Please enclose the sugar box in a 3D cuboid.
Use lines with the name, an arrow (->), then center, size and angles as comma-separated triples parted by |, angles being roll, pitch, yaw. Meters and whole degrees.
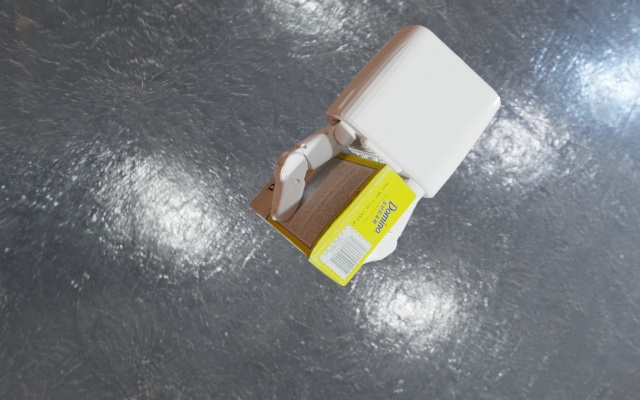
sugar box -> 0.001, 0.002, 0.432 | 0.048, 0.093, 0.176 | 43, -6, -23
